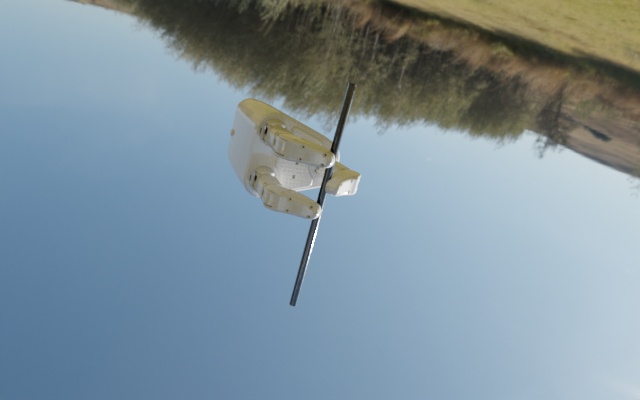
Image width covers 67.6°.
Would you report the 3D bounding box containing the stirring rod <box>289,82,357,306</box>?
[{"bbox_3d":[0.000,0.001,0.482,0.011,0.239,0.011,14,17,-4],"label":"stirring rod"}]
